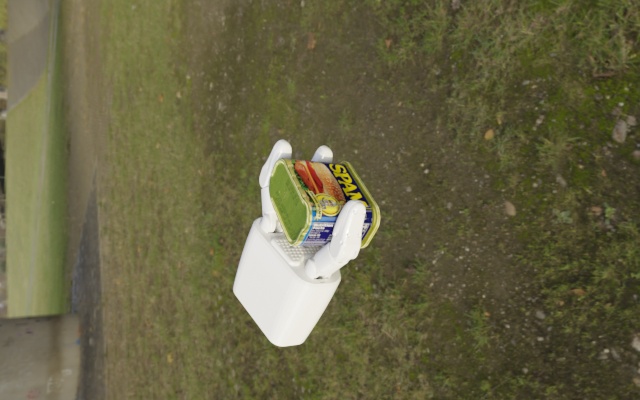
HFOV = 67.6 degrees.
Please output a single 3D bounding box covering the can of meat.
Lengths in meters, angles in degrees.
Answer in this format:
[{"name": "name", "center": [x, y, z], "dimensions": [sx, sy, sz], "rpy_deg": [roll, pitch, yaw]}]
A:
[{"name": "can of meat", "center": [0.000, 0.002, 0.501], "dimensions": [0.084, 0.057, 0.102], "rpy_deg": [3, 41, -31]}]
